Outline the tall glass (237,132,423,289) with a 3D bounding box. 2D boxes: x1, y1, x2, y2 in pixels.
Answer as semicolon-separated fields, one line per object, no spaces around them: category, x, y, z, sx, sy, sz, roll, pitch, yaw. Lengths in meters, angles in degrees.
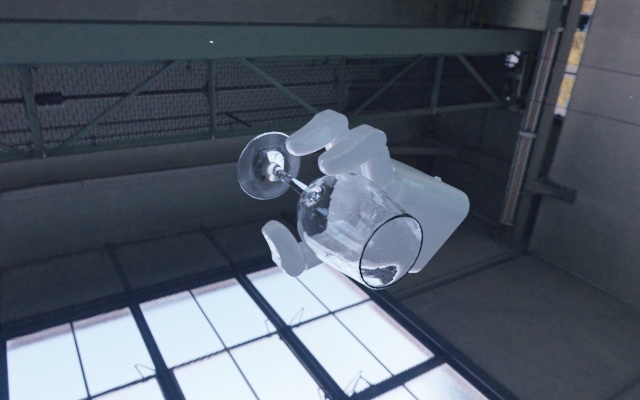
tall glass;0.000;0.001;0.427;0.079;0.079;0.201;0;22;-35
